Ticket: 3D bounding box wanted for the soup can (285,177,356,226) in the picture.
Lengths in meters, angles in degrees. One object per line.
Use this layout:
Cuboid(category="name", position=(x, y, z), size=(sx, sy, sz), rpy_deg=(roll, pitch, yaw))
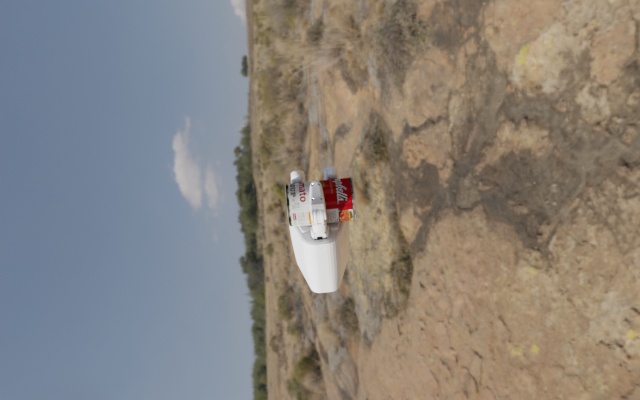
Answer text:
Cuboid(category="soup can", position=(0.000, 0.002, 0.738), size=(0.102, 0.068, 0.068), rpy_deg=(-6, 0, -1))
